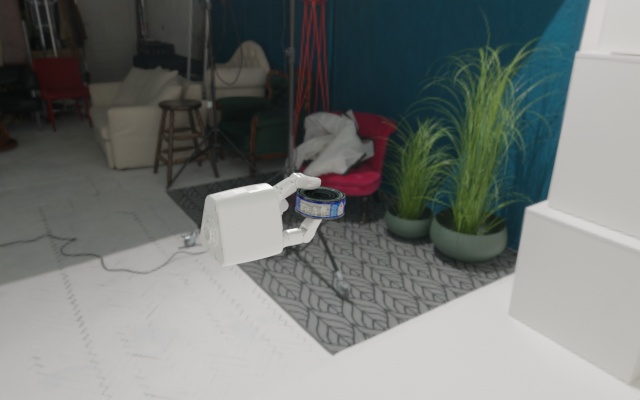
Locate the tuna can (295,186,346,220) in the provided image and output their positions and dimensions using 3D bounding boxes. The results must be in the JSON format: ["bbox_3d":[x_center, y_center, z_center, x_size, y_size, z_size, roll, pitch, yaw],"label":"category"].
[{"bbox_3d":[0.000,0.002,0.821,0.086,0.034,0.086,5,19,-2],"label":"tuna can"}]
